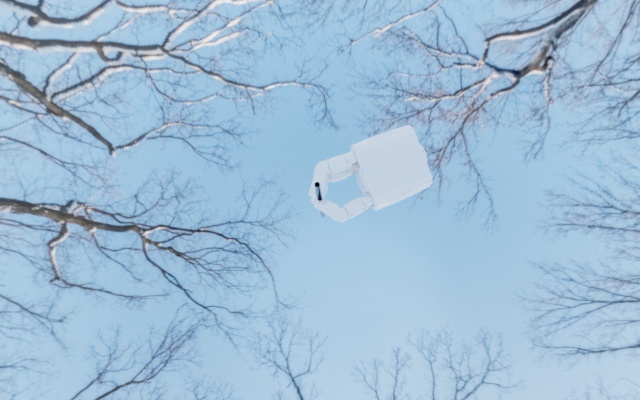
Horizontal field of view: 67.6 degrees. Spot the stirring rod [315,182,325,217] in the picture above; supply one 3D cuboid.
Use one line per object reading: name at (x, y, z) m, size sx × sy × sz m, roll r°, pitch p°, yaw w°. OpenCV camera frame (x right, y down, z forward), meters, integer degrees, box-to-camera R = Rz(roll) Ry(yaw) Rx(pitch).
stirring rod at (0.000, 0.003, 0.818) m, size 0.011 × 0.011 × 0.239 m, roll 0°, pitch -13°, yaw 2°
